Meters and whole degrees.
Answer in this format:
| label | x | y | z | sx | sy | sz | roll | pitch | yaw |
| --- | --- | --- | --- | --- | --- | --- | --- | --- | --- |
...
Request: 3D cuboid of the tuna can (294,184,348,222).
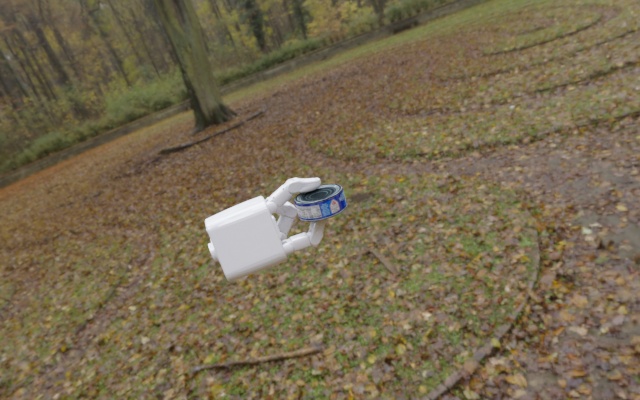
| label | x | y | z | sx | sy | sz | roll | pitch | yaw |
| --- | --- | --- | --- | --- | --- | --- | --- | --- | --- |
| tuna can | 0.000 | 0.002 | 0.802 | 0.086 | 0.034 | 0.086 | -14 | 18 | 5 |
